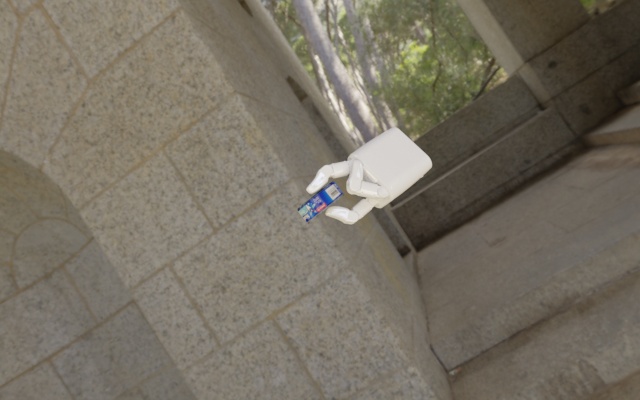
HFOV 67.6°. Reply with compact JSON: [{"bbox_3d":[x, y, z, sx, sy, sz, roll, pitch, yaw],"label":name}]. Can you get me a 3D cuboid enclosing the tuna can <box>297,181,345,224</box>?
[{"bbox_3d":[0.000,0.002,0.858,0.086,0.034,0.086,-39,0,0],"label":"tuna can"}]
